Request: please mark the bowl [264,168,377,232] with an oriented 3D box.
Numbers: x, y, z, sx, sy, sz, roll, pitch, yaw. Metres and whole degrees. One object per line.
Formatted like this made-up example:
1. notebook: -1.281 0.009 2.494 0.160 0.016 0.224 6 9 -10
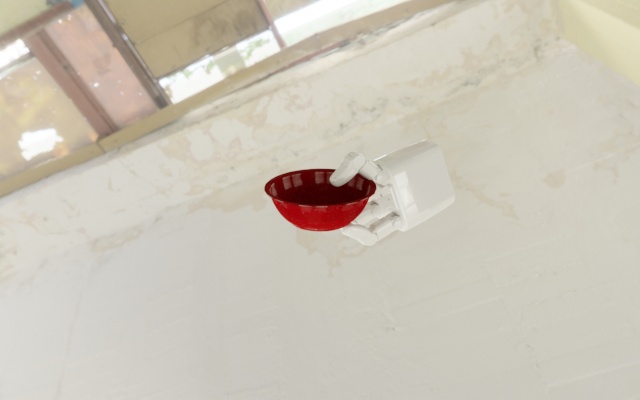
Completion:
1. bowl: -0.001 0.003 0.697 0.162 0.055 0.162 0 21 0
